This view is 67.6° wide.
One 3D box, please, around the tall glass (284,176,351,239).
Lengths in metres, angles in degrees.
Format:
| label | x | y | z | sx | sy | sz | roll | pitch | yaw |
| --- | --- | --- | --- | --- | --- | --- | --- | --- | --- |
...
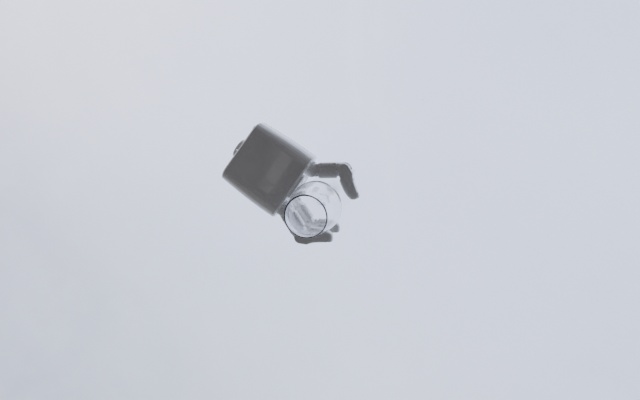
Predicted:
| label | x | y | z | sx | sy | sz | roll | pitch | yaw |
| --- | --- | --- | --- | --- | --- | --- | --- | --- | --- |
| tall glass | 0.000 | 0.002 | 0.743 | 0.079 | 0.079 | 0.201 | 0 | 12 | 12 |
